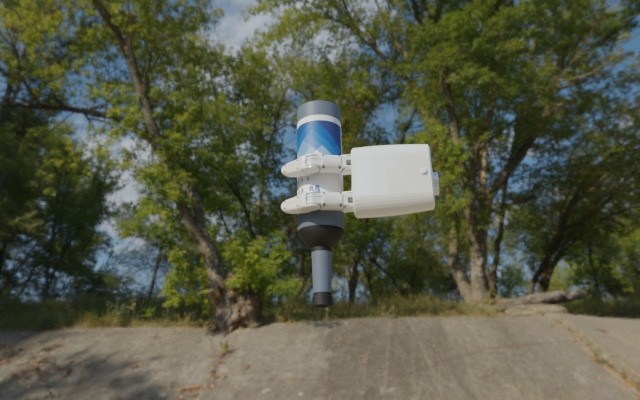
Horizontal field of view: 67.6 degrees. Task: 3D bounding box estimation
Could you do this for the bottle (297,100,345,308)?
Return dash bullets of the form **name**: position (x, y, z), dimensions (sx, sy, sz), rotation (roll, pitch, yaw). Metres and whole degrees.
- **bottle**: position (0.000, 0.002, 0.684), dimensions (0.069, 0.295, 0.069), rotation (-1, -19, 0)
